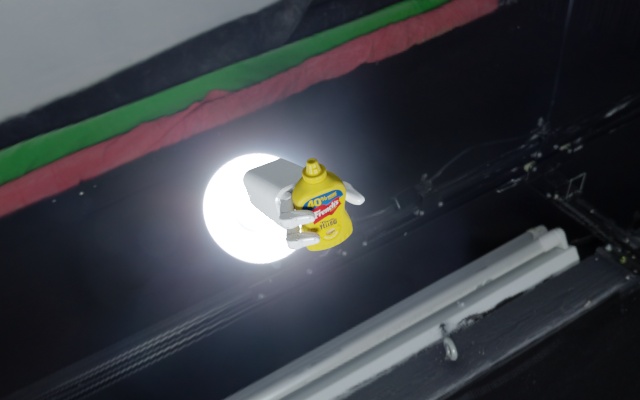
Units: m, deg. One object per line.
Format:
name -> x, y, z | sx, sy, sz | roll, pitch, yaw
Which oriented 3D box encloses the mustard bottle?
mustard bottle -> 0.000, 0.003, 0.849 | 0.096, 0.192, 0.058 | -21, 44, -9
